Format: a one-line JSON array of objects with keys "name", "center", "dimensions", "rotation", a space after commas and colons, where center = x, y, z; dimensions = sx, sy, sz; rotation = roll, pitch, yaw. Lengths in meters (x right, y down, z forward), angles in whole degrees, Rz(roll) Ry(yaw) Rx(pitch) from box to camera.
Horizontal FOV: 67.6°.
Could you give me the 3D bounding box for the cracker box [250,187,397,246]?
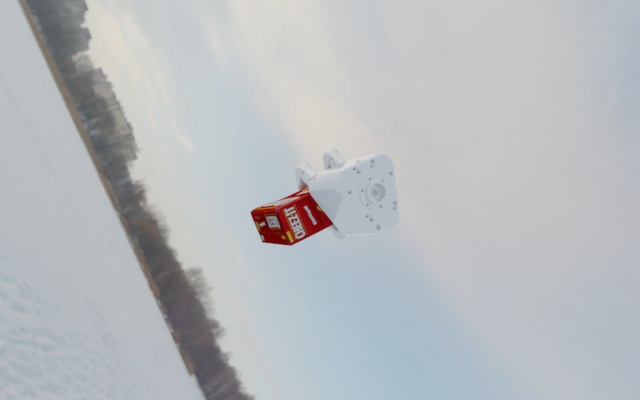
[{"name": "cracker box", "center": [0.000, 0.003, 0.840], "dimensions": [0.213, 0.072, 0.164], "rotation": [-25, 6, -22]}]
